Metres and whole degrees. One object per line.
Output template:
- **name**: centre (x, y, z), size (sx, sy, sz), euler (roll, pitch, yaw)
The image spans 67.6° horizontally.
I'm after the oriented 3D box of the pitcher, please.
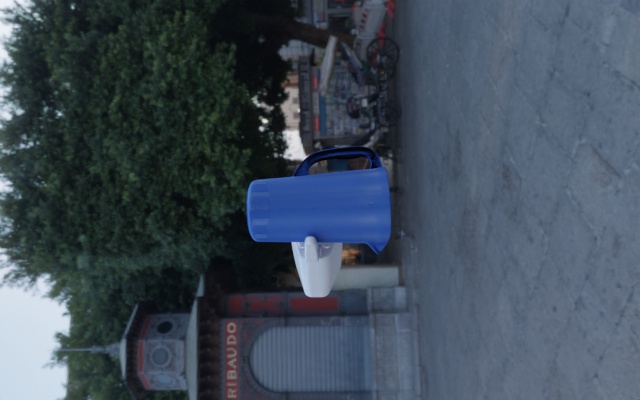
- **pitcher**: centre (0.000, 0.003, 0.830), size (0.243, 0.145, 0.149), euler (-2, 38, 2)
